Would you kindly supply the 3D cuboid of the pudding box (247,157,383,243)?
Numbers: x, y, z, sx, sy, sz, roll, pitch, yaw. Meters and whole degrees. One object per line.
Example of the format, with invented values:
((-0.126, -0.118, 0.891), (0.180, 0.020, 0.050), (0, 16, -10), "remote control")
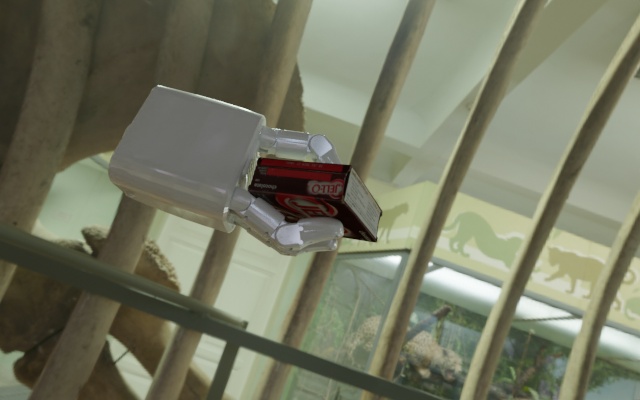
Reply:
((0.000, 0.001, 0.440), (0.090, 0.039, 0.113), (8, -16, 25), "pudding box")
